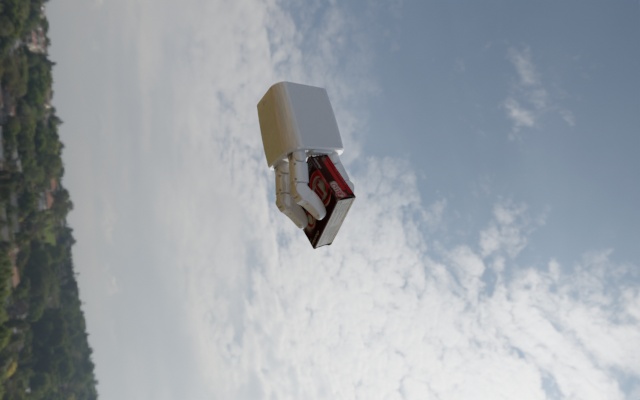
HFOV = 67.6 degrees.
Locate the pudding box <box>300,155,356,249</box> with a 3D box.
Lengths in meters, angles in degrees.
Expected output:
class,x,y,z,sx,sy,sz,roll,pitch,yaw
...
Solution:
class,x,y,z,sx,sy,sz,roll,pitch,yaw
pudding box,0.000,0.002,0.710,0.039,0.090,0.114,-10,-38,-29
